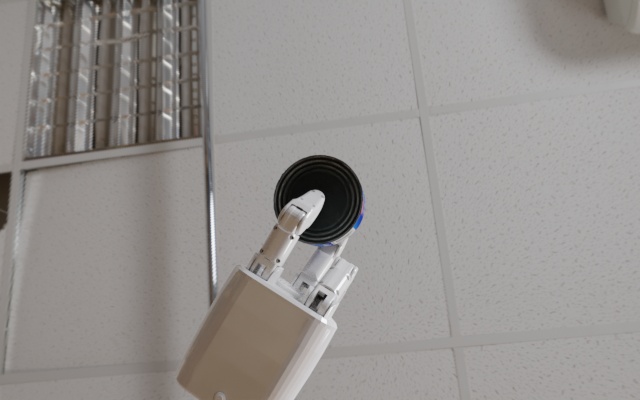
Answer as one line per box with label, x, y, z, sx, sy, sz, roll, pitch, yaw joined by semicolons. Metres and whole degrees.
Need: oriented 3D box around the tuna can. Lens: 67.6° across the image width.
tuna can;0.000;0.002;0.462;0.086;0.086;0.034;0;-10;11
